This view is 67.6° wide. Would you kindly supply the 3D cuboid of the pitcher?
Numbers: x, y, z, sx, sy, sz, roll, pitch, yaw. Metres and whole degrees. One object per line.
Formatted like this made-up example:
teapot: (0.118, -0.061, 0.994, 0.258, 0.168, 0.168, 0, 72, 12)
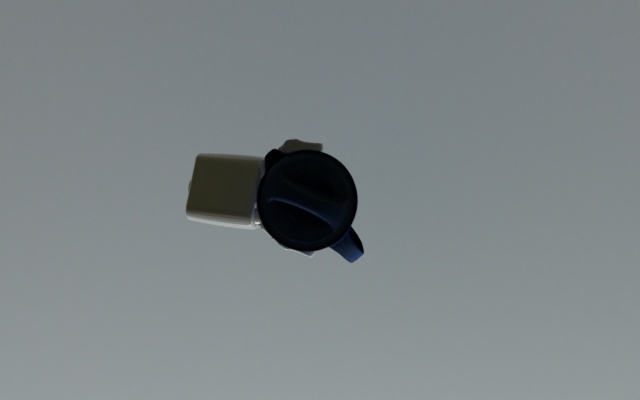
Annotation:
pitcher: (0.000, 0.002, 0.730, 0.145, 0.149, 0.243, 4, 4, 6)
